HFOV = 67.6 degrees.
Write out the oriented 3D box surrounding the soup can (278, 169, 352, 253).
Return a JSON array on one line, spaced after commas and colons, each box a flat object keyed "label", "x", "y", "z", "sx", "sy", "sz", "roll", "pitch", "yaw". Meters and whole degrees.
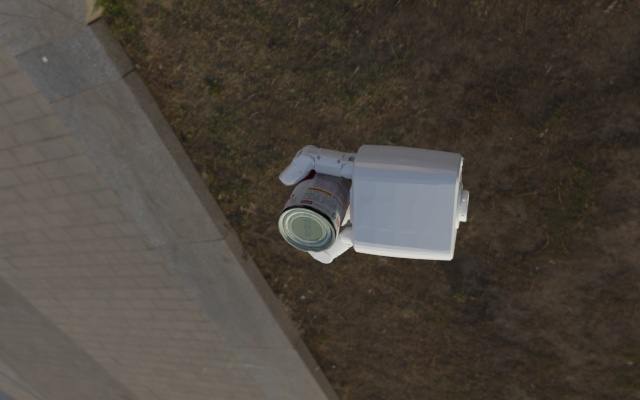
[{"label": "soup can", "x": 0.000, "y": 0.002, "z": 0.545, "sx": 0.068, "sy": 0.068, "sz": 0.102, "roll": 0, "pitch": 38, "yaw": 22}]
